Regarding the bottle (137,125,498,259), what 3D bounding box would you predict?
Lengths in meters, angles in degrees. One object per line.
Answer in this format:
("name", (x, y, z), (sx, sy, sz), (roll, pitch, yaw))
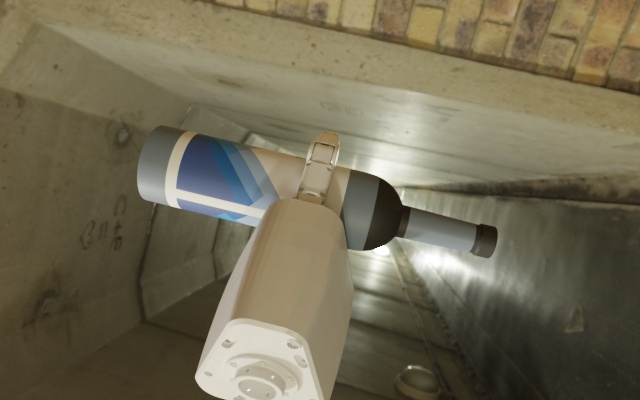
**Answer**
("bottle", (0.000, 0.001, 0.406), (0.296, 0.069, 0.069), (13, 1, 3))
